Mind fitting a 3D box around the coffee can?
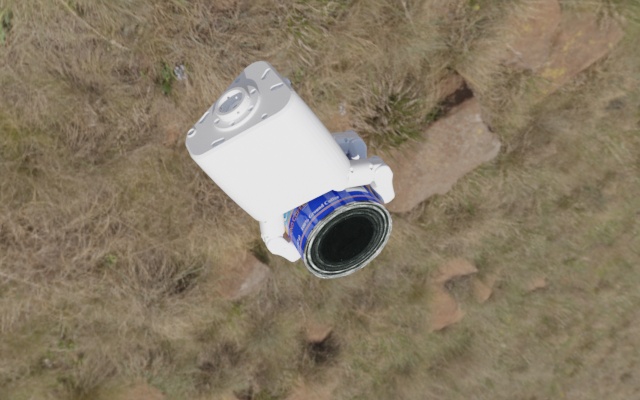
[{"bbox_3d":[0.000,0.002,0.536,0.103,0.103,0.140,0,36,-32],"label":"coffee can"}]
